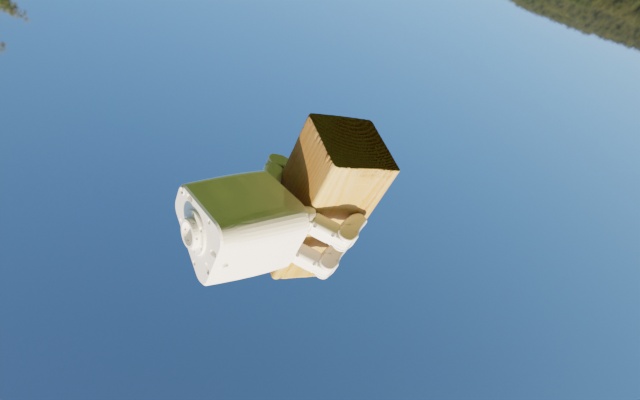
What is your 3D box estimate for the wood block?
[{"bbox_3d":[0.000,0.002,0.601,0.090,0.090,0.206,1,-42,-30],"label":"wood block"}]
